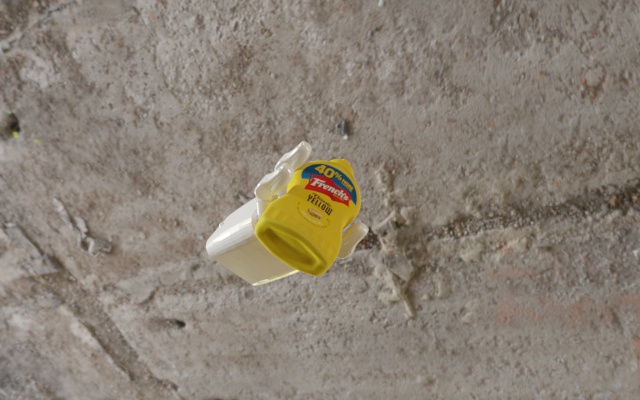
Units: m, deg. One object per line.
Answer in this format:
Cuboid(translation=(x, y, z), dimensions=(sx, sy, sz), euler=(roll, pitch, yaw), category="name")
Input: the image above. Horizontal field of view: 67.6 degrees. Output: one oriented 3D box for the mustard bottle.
Cuboid(translation=(0.000, 0.002, 0.598), dimensions=(0.096, 0.058, 0.191), euler=(33, 40, -1), category="mustard bottle")
